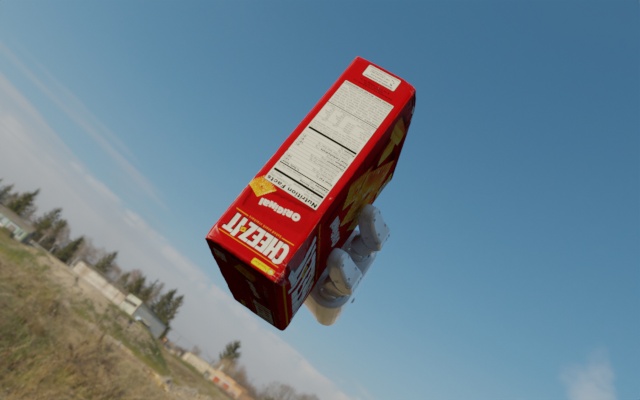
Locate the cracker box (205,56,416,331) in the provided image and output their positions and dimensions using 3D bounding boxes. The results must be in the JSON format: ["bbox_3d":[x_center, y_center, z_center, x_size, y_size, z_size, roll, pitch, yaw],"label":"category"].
[{"bbox_3d":[0.000,0.001,0.445,0.072,0.213,0.164,31,-24,13],"label":"cracker box"}]
